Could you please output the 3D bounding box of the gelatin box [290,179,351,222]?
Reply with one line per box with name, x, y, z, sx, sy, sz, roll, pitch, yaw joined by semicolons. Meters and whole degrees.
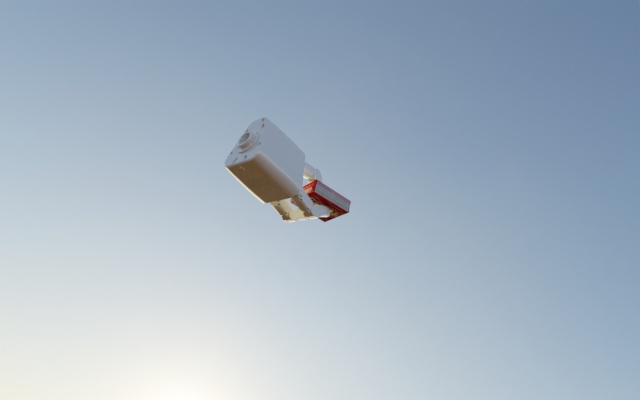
gelatin box;0.000;0.003;0.899;0.089;0.030;0.073;31;-34;-27
